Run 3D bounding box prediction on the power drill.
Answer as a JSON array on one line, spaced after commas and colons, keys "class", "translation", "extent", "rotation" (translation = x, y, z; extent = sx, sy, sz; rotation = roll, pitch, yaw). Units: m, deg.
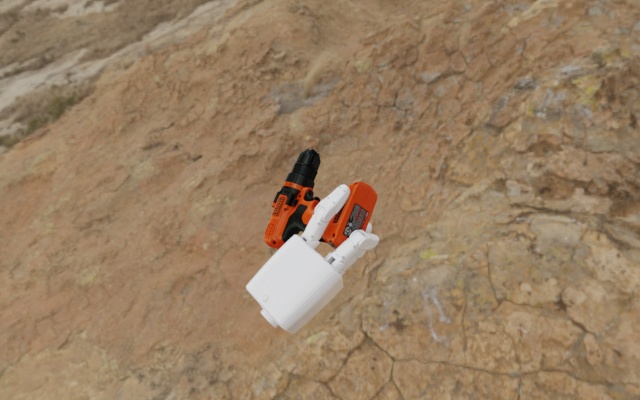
[{"class": "power drill", "translation": [0.000, 0.003, 0.767], "extent": [0.057, 0.184, 0.187], "rotation": [29, -14, -39]}]
